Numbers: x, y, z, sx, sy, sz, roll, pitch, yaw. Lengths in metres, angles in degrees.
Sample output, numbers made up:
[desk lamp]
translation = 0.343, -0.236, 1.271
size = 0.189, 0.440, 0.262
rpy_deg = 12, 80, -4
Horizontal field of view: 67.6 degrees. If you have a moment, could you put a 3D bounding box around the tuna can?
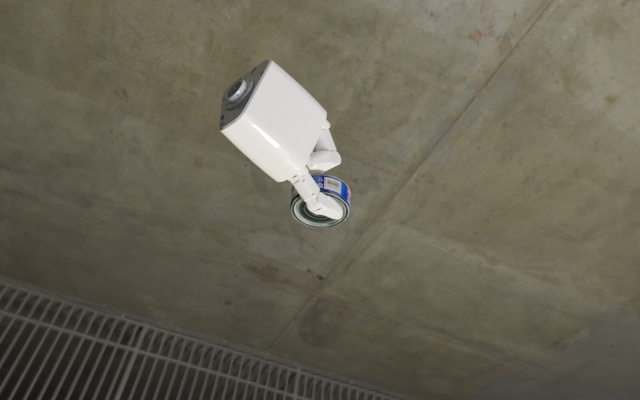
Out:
[tuna can]
translation = 0.000, 0.003, 0.681
size = 0.086, 0.033, 0.086
rpy_deg = 2, -39, 2
